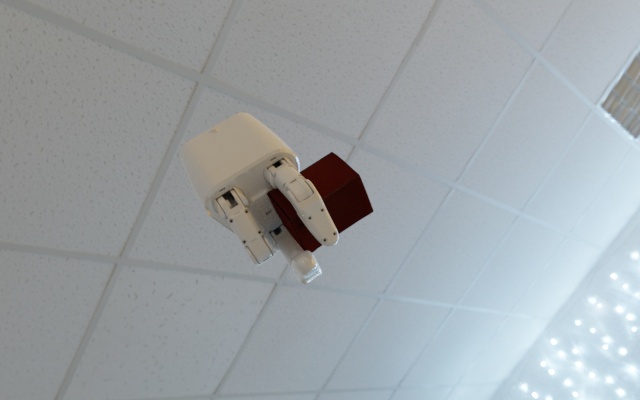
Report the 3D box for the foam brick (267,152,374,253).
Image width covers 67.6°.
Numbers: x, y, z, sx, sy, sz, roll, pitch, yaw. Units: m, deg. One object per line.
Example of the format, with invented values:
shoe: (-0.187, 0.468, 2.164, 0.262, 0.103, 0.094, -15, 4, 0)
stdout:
foam brick: (0.000, 0.001, 0.453, 0.078, 0.053, 0.051, -32, 43, -10)
